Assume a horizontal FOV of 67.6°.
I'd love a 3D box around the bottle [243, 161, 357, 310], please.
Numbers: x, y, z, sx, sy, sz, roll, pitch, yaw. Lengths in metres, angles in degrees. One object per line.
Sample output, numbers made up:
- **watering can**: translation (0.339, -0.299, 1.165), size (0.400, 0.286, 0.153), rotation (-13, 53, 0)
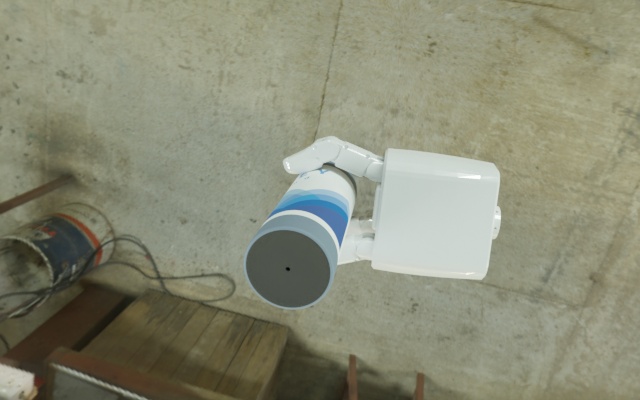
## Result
- **bottle**: translation (0.000, 0.002, 0.477), size (0.069, 0.069, 0.295), rotation (0, 19, 10)
